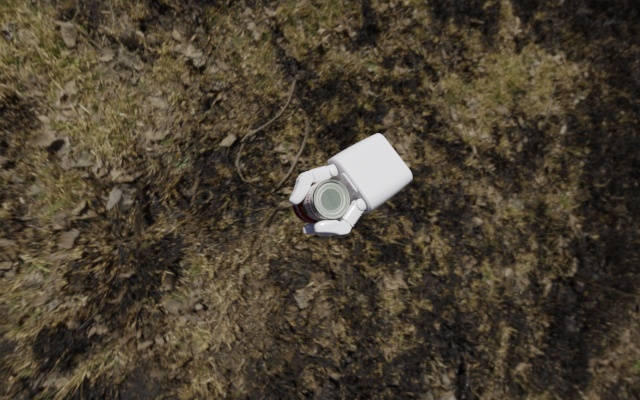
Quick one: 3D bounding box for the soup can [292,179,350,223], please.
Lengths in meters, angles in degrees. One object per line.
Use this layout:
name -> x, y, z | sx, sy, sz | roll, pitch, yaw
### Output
soup can -> 0.000, 0.003, 0.819 | 0.068, 0.068, 0.102 | 0, -5, -23
